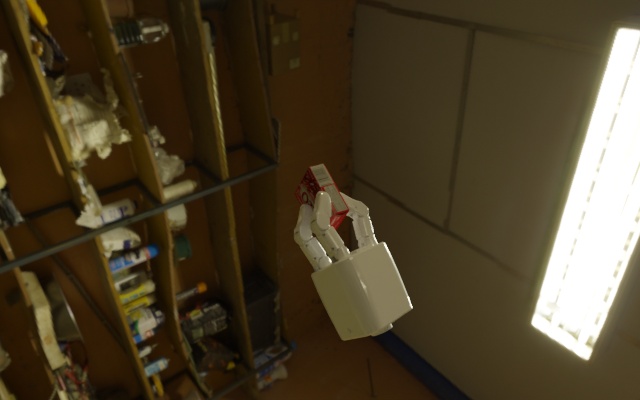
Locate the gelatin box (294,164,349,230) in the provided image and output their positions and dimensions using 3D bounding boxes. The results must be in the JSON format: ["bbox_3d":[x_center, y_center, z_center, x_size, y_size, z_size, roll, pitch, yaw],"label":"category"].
[{"bbox_3d":[0.000,0.002,0.715,0.030,0.089,0.073,-15,-25,-30],"label":"gelatin box"}]
